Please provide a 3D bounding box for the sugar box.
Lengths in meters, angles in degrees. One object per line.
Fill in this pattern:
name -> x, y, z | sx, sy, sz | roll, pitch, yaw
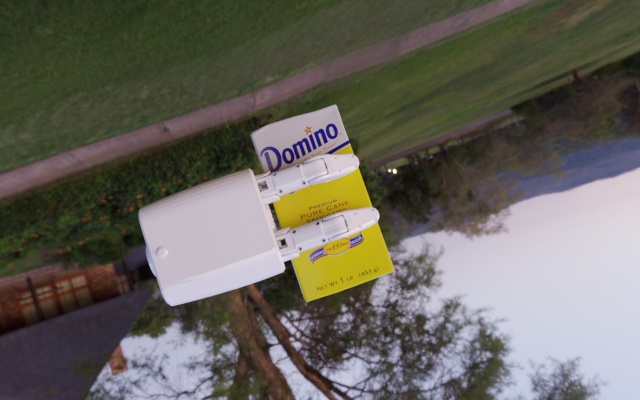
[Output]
sugar box -> 0.000, 0.002, 0.478 | 0.093, 0.176, 0.048 | -19, -5, -5
